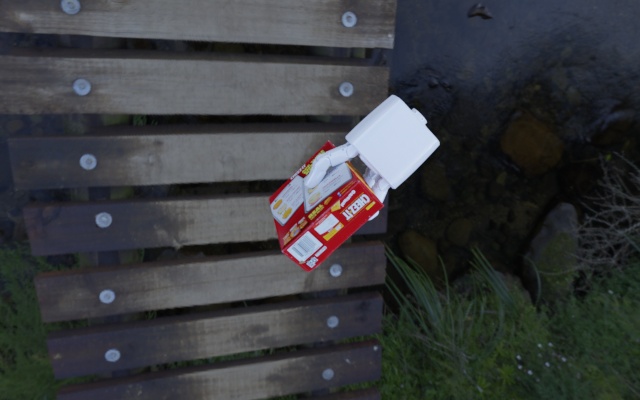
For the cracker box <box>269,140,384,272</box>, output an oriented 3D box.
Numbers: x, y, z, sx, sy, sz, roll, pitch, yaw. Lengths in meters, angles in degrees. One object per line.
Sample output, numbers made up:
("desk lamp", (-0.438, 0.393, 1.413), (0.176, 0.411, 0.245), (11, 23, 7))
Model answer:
("cracker box", (0.000, 0.003, 0.822), (0.072, 0.164, 0.213), (43, 9, -24))
